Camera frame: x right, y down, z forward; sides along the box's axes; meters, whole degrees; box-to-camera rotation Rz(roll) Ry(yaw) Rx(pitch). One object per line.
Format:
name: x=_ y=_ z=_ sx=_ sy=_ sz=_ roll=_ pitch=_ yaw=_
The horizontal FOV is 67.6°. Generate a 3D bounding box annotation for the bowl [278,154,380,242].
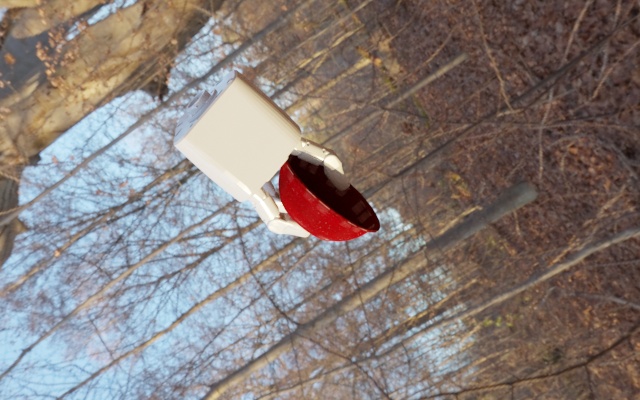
bowl: x=0.001 y=0.003 z=0.624 sx=0.162 sy=0.055 sz=0.162 roll=36 pitch=18 yaw=-13
